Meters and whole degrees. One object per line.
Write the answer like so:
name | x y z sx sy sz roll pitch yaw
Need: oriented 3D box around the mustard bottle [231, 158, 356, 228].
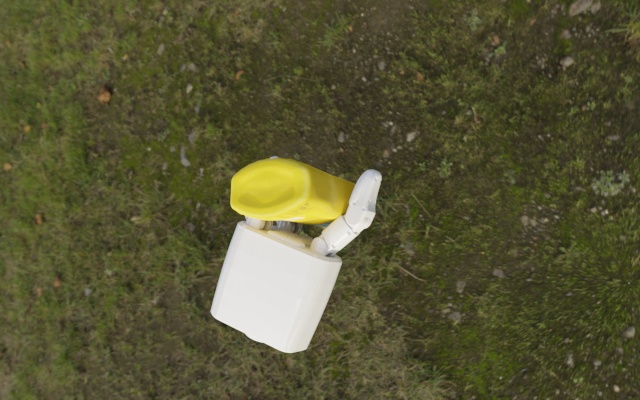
mustard bottle | 0.000 0.001 0.518 0.096 0.058 0.191 -7 -12 32
